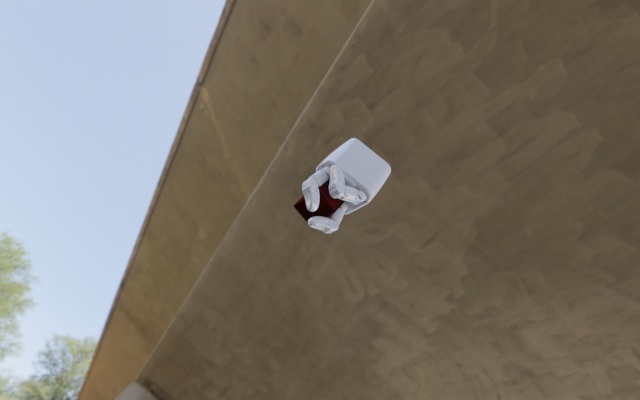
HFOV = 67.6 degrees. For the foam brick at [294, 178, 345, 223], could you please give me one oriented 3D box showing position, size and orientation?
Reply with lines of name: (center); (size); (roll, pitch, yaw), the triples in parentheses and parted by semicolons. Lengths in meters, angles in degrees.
foam brick: (0.000, 0.003, 0.890); (0.078, 0.053, 0.051); (-30, 12, 45)
